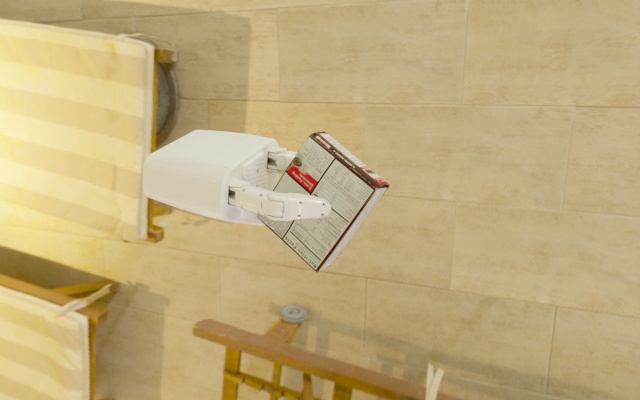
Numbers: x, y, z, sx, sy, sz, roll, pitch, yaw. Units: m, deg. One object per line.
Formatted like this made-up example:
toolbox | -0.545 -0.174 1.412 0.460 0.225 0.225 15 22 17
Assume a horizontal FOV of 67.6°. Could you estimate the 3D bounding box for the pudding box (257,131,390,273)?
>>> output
pudding box | 0.000 0.002 0.480 0.090 0.113 0.039 41 25 15
